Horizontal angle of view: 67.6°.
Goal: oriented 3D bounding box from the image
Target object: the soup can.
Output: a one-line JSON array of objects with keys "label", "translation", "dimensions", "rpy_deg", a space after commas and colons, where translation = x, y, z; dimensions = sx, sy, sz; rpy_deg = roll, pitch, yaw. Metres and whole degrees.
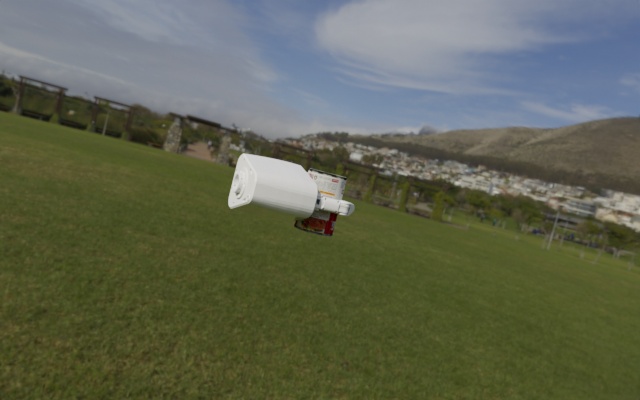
[{"label": "soup can", "translation": [0.001, 0.002, 0.805], "dimensions": [0.068, 0.102, 0.068], "rpy_deg": [14, 4, -1]}]
